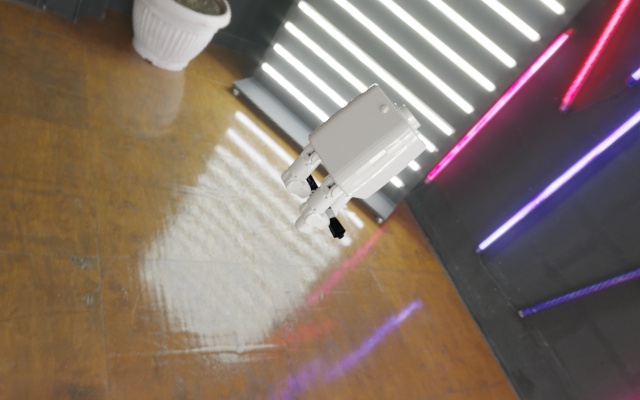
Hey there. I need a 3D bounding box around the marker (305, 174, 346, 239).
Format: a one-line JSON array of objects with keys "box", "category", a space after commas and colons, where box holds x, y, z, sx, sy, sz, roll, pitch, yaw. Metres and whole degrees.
[{"box": [0.000, 0.002, 0.645, 0.020, 0.121, 0.020, -23, -30, -14], "category": "marker"}]
